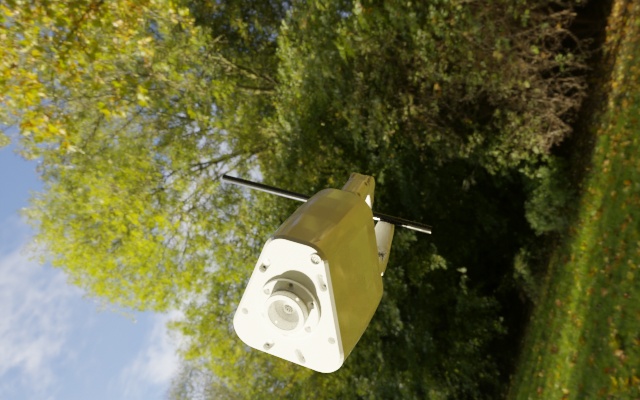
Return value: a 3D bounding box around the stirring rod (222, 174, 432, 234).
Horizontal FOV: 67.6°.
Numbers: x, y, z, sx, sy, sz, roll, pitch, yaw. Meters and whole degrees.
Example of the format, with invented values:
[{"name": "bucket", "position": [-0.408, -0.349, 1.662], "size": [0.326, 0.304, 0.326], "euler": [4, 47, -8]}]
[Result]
[{"name": "stirring rod", "position": [0.000, 0.002, 0.515], "size": [0.239, 0.011, 0.011], "euler": [14, 4, 17]}]
